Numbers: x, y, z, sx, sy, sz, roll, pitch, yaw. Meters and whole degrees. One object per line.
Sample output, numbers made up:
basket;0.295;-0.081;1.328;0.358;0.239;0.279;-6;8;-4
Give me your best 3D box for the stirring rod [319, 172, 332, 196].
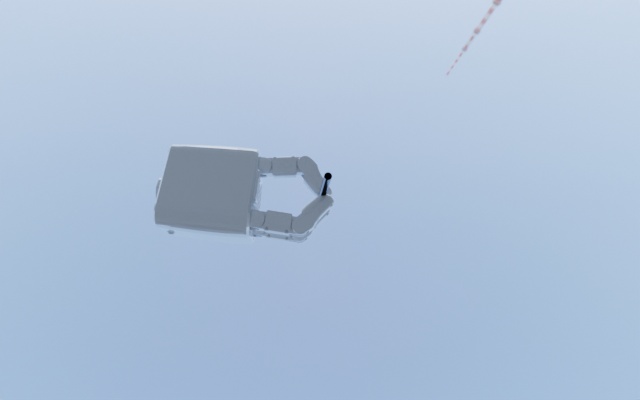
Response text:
stirring rod;0.000;0.002;0.592;0.011;0.011;0.239;0;-13;-4
